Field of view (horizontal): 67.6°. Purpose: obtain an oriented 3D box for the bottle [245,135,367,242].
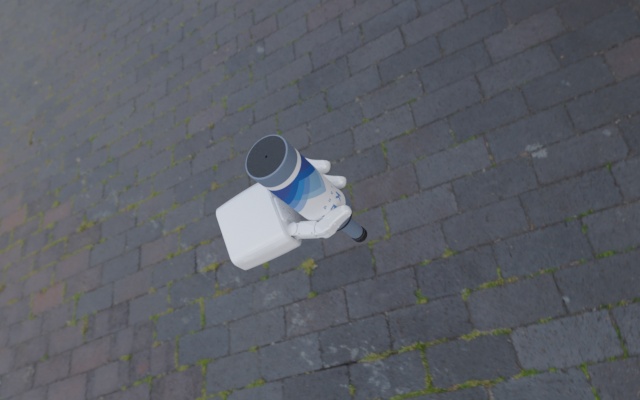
[{"bbox_3d":[0.000,0.002,0.732,0.069,0.069,0.296,0,-24,32],"label":"bottle"}]
